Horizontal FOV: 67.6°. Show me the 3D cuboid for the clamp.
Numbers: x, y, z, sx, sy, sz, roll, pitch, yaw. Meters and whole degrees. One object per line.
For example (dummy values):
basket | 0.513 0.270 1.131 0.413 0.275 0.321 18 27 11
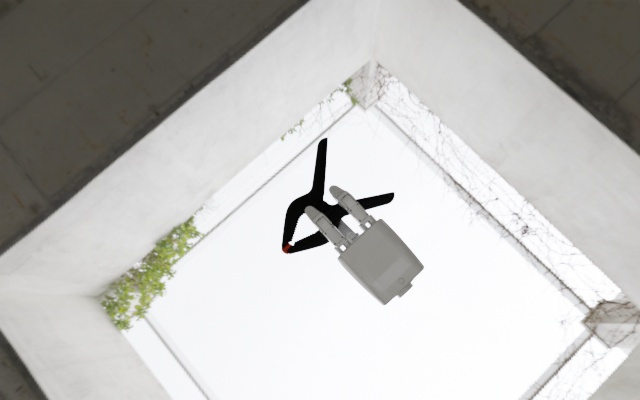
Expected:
clamp | 0.000 0.003 0.822 0.210 0.164 0.036 -42 -10 -8
